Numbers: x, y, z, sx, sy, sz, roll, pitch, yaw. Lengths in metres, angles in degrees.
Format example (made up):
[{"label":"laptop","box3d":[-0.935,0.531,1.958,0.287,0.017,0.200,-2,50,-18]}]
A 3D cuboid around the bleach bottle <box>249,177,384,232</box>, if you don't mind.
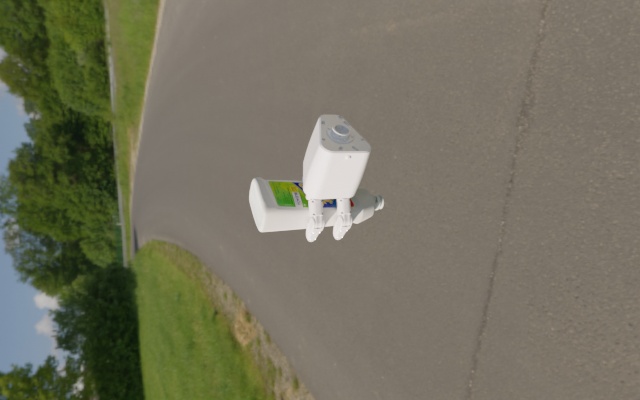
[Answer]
[{"label":"bleach bottle","box3d":[0.000,0.003,0.900,0.251,0.102,0.068,-3,-43,-23]}]
